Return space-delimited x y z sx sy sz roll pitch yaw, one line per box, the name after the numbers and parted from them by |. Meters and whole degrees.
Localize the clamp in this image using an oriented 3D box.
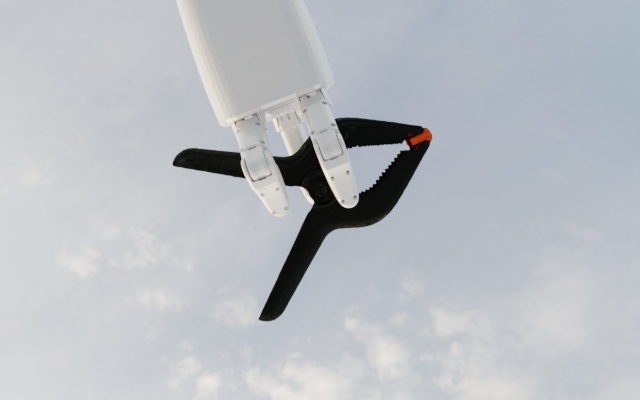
0.000 0.001 0.408 0.210 0.164 0.036 -21 7 3 | clamp
